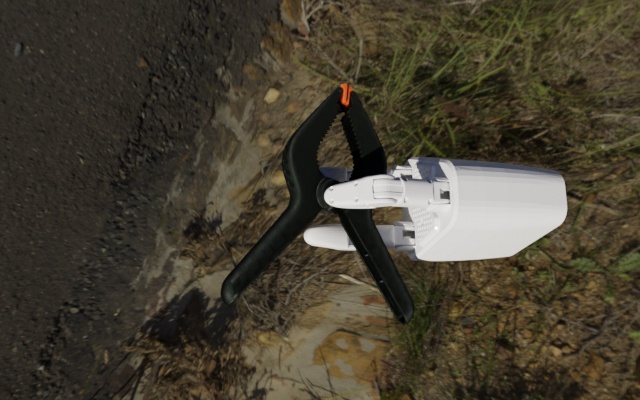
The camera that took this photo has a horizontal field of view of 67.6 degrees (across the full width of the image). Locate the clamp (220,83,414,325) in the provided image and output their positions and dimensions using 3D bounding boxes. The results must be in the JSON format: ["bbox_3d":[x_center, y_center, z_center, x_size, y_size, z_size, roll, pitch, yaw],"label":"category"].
[{"bbox_3d":[0.001,0.001,0.410,0.164,0.210,0.036,2,-10,-15],"label":"clamp"}]
